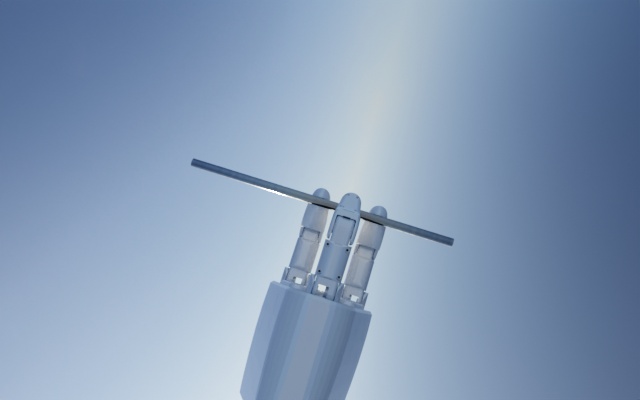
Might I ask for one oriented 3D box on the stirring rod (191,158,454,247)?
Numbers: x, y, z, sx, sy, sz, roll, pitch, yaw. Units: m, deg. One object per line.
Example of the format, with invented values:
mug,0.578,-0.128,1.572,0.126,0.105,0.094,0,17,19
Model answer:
stirring rod,0.000,0.001,0.422,0.239,0.011,0.011,17,1,3
